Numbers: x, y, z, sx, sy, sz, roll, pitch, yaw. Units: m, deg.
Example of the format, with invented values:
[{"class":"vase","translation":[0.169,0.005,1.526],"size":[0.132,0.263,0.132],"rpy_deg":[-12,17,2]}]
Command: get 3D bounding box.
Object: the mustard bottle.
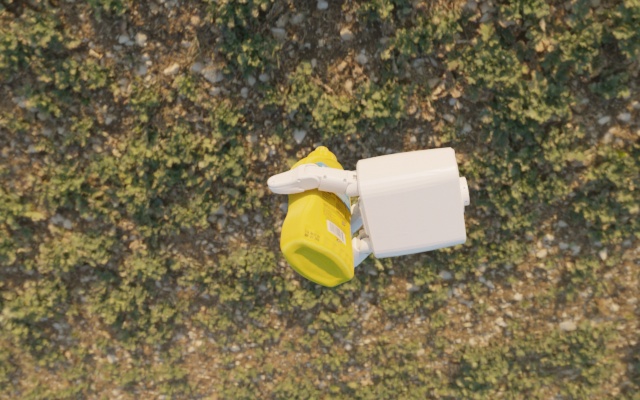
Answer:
[{"class":"mustard bottle","translation":[0.000,0.002,0.580],"size":[0.058,0.191,0.096],"rpy_deg":[-29,-51,29]}]
